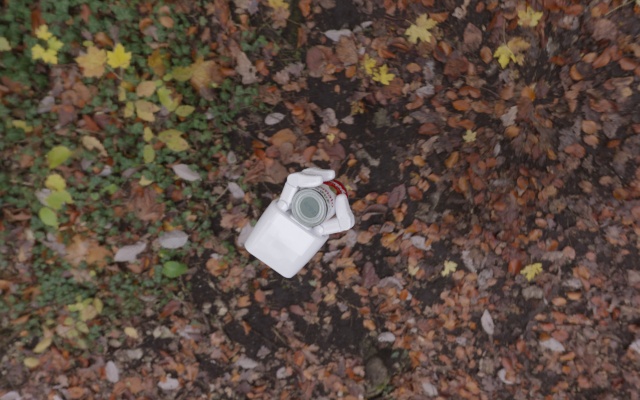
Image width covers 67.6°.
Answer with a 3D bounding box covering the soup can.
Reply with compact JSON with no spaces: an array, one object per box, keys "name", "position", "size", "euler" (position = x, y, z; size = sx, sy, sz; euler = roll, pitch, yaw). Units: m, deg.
[{"name":"soup can","position":[0.000,0.002,0.829],"size":[0.068,0.068,0.102],"euler":[0,11,24]}]
